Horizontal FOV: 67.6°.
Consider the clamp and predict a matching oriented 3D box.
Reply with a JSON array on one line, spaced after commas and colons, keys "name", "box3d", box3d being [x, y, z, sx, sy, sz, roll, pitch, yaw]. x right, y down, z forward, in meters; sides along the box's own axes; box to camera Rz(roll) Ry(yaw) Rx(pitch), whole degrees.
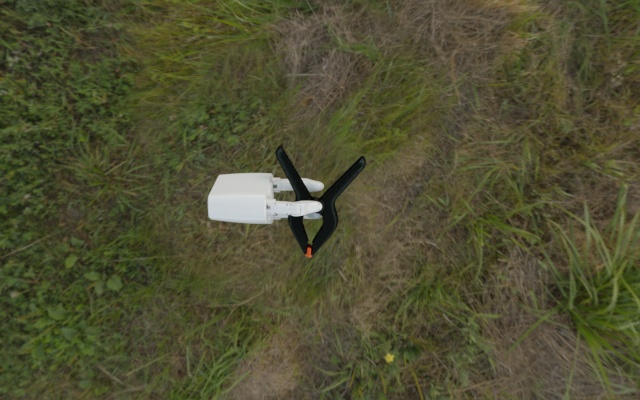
[{"name": "clamp", "box3d": [0.000, 0.004, 0.889, 0.164, 0.210, 0.036, 1, 13, 2]}]
